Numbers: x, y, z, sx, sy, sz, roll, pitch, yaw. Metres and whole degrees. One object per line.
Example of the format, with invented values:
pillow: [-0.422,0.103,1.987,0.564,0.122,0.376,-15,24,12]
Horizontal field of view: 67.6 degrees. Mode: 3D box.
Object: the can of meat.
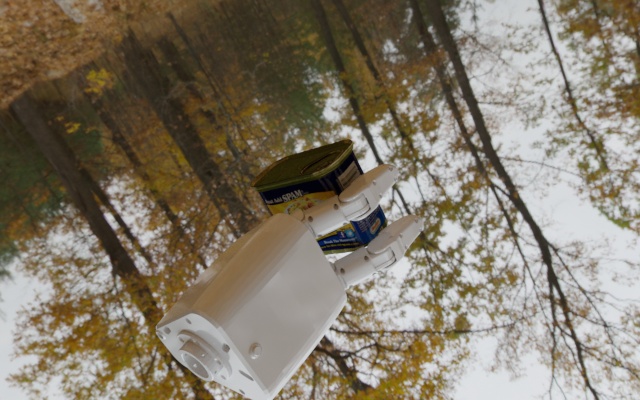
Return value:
can of meat: [0.000,0.002,0.432,0.102,0.084,0.057,-11,27,39]
